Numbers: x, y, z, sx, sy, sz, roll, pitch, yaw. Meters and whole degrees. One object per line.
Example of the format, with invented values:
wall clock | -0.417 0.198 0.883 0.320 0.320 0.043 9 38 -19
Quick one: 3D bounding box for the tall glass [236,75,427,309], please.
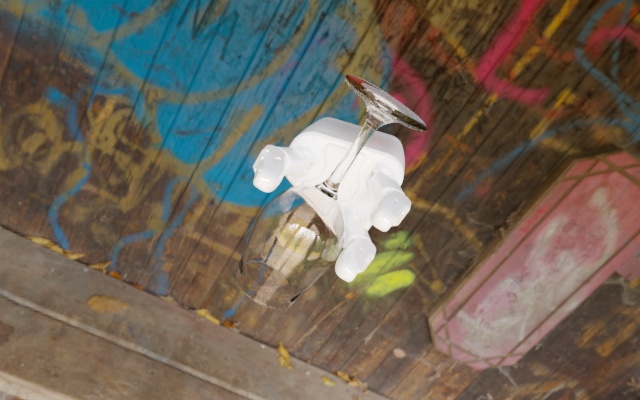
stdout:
tall glass | 0.000 0.001 0.402 0.079 0.201 0.079 28 23 -13
